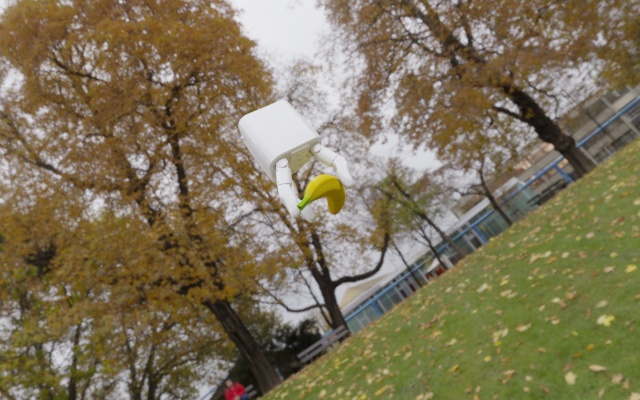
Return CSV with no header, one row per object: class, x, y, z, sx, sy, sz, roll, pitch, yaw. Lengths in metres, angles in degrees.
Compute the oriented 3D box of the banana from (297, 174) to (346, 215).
banana,0.012,-0.011,0.841,0.037,0.069,0.198,46,11,18
